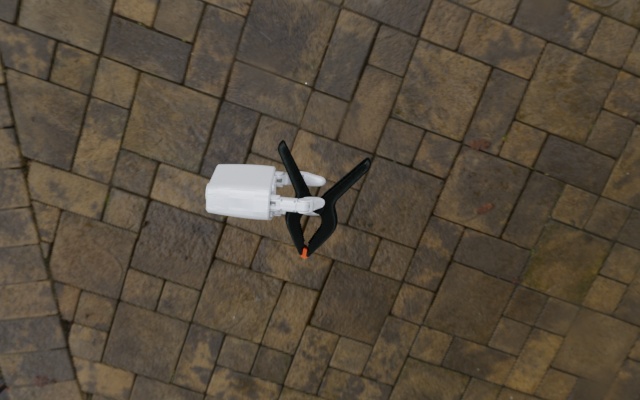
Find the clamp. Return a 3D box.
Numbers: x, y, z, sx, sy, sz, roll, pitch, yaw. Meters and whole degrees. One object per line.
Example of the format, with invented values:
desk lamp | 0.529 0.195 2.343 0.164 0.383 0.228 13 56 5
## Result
clamp | 0.000 0.003 0.854 0.164 0.210 0.036 5 14 0
